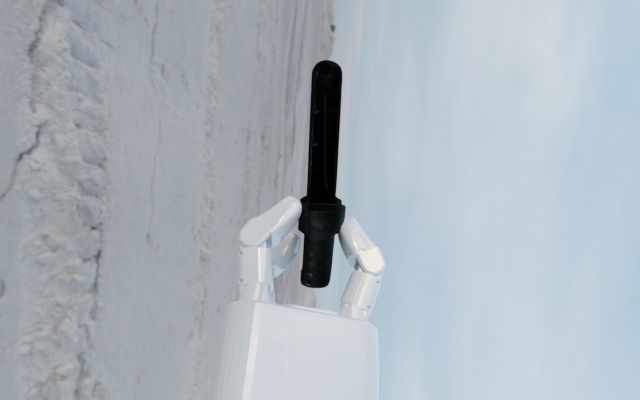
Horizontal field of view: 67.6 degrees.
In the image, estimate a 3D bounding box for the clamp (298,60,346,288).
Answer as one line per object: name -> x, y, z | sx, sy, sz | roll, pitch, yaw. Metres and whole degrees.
clamp -> 0.001, 0.002, 0.408 | 0.036, 0.164, 0.210 | 3, -35, -1
